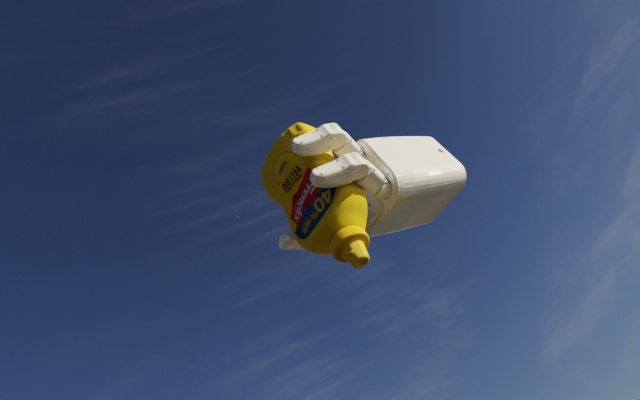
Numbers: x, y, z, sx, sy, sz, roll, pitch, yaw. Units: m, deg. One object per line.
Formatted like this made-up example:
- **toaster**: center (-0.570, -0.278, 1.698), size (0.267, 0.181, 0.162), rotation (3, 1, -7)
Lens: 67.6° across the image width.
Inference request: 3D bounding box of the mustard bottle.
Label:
- **mustard bottle**: center (0.000, 0.002, 0.525), size (0.058, 0.096, 0.191), rotation (16, 28, -41)
